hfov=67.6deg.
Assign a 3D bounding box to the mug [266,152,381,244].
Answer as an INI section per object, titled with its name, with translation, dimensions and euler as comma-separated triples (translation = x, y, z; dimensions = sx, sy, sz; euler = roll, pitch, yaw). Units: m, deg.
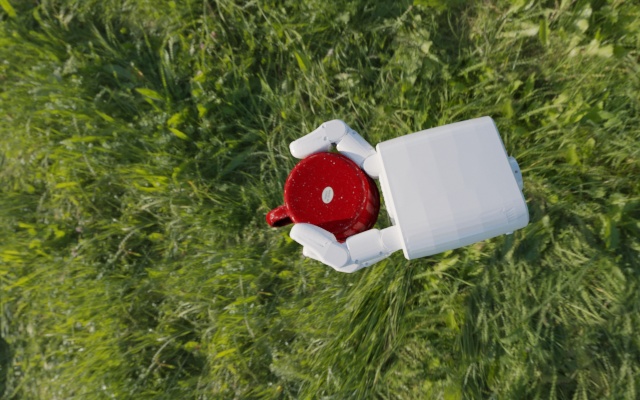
[mug]
translation = -0.001, 0.002, 0.484
dimensions = 0.117, 0.093, 0.081
euler = -17, -10, 9
